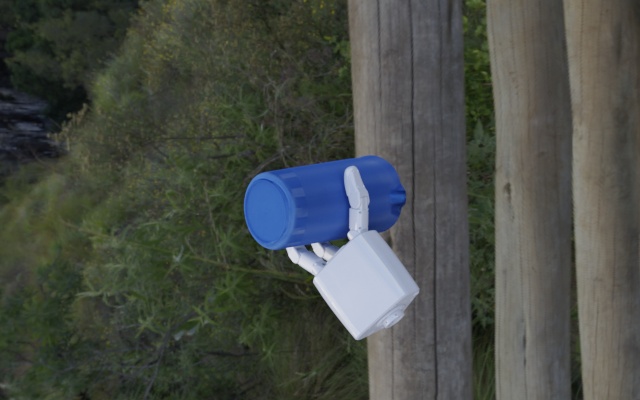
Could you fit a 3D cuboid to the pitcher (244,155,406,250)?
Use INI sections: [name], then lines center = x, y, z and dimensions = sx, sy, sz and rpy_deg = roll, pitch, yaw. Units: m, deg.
[pitcher]
center = 0.000, 0.003, 0.739
dimensions = 0.243, 0.145, 0.149
rpy_deg = -9, -35, -45
